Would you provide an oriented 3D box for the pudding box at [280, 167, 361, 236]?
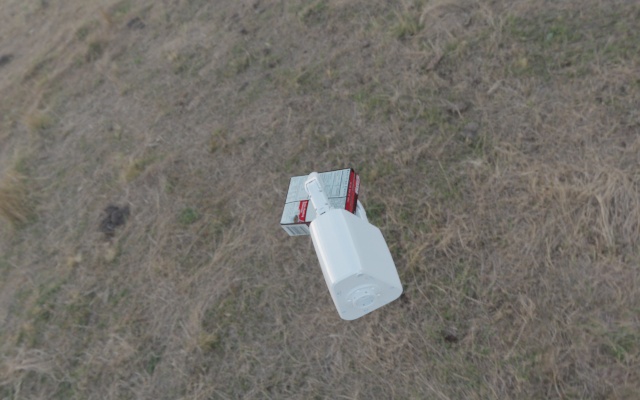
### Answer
[{"bbox_3d":[0.000,0.002,0.719,0.113,0.090,0.039,-6,-34,28],"label":"pudding box"}]
